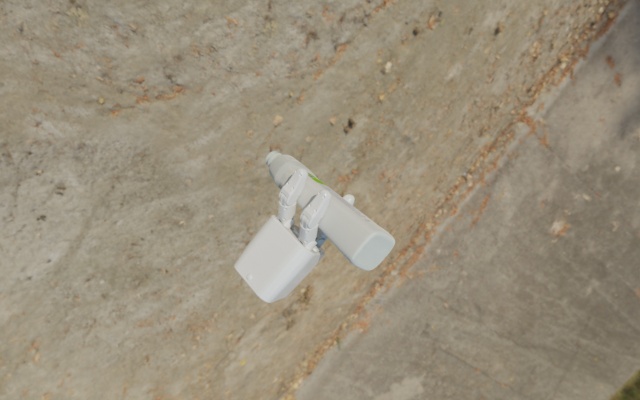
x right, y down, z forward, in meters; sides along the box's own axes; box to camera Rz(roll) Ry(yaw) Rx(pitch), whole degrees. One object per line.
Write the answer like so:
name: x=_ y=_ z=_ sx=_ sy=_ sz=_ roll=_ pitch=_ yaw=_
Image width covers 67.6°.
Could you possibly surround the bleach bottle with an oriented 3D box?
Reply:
bleach bottle: x=0.000 y=0.002 z=0.760 sx=0.250 sy=0.068 sz=0.102 roll=43 pitch=6 yaw=31
